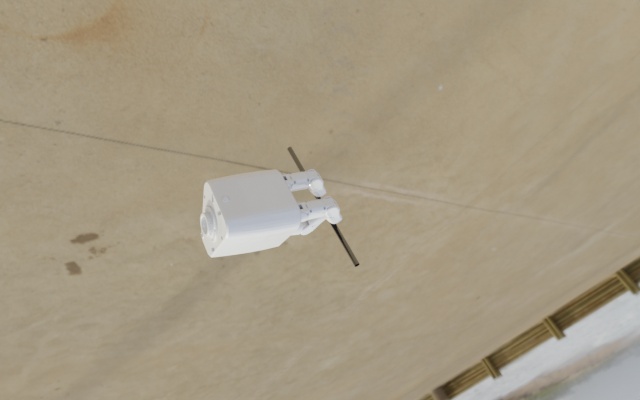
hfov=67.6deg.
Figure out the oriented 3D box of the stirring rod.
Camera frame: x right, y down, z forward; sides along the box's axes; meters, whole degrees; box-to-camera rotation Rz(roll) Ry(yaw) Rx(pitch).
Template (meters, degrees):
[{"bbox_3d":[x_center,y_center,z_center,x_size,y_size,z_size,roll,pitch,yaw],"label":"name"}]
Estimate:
[{"bbox_3d":[0.000,0.002,0.740,0.011,0.239,0.011,-22,-31,-14],"label":"stirring rod"}]
